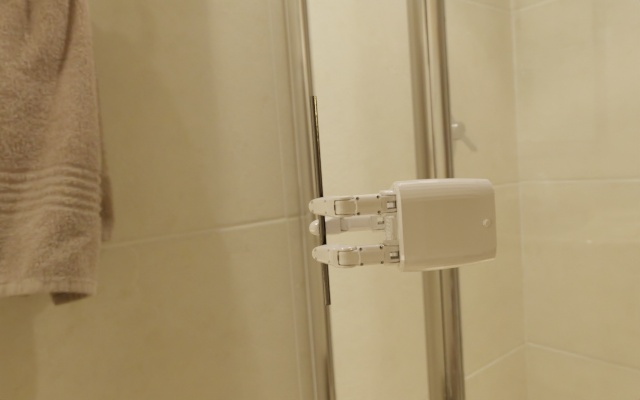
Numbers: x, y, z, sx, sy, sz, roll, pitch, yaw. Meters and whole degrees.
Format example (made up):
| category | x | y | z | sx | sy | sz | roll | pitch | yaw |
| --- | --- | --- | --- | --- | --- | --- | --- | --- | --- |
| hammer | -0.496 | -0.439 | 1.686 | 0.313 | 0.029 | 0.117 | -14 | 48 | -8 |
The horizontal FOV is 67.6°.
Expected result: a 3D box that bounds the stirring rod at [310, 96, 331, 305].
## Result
| category | x | y | z | sx | sy | sz | roll | pitch | yaw |
| --- | --- | --- | --- | --- | --- | --- | --- | --- | --- |
| stirring rod | 0.000 | 0.002 | 0.550 | 0.011 | 0.239 | 0.011 | -4 | 4 | 0 |
